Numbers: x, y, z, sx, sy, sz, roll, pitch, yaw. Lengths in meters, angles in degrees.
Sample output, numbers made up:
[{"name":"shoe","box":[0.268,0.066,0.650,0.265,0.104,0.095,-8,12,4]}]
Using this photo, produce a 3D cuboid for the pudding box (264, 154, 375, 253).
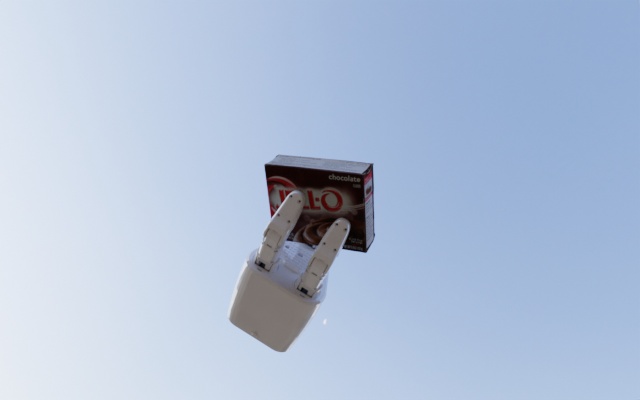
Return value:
[{"name":"pudding box","box":[0.000,0.002,0.507,0.113,0.090,0.039,6,29,20]}]
